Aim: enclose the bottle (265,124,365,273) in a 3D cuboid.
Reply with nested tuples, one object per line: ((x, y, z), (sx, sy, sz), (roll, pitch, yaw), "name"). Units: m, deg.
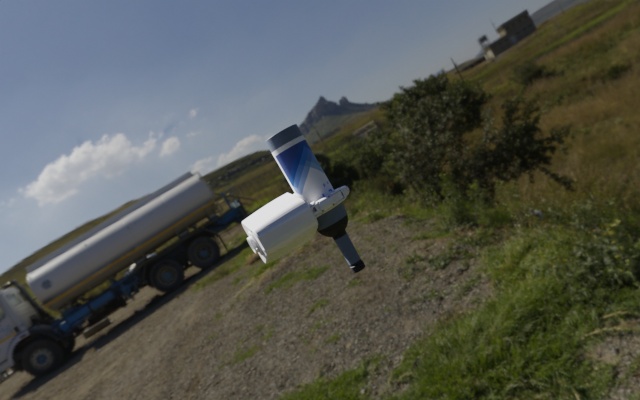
((0.000, 0.003, 0.888), (0.069, 0.296, 0.069), (-30, 4, 2), "bottle")
